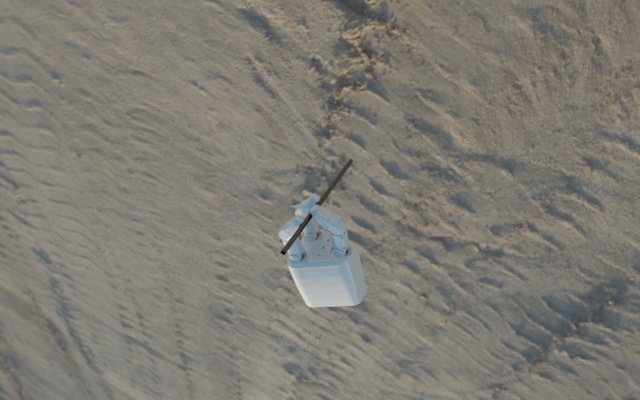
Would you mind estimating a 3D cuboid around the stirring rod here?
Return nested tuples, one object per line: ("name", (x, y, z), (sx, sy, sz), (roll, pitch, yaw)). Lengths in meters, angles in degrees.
("stirring rod", (0.000, 0.003, 0.765), (0.011, 0.011, 0.239), (0, 37, 34))
